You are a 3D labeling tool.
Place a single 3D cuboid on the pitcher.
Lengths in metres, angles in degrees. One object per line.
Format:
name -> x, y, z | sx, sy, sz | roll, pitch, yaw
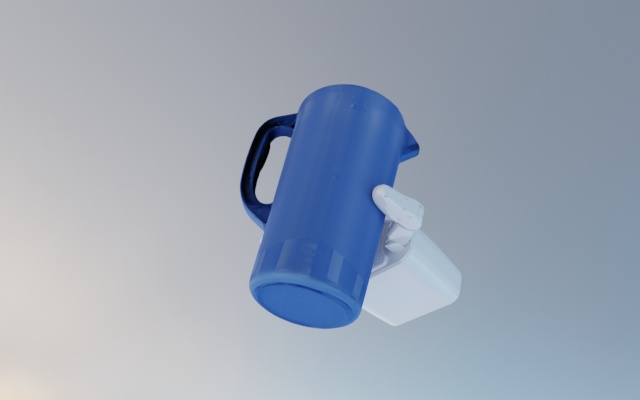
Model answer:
pitcher -> 0.000, 0.002, 0.508 | 0.149, 0.242, 0.145 | -21, -49, 41
